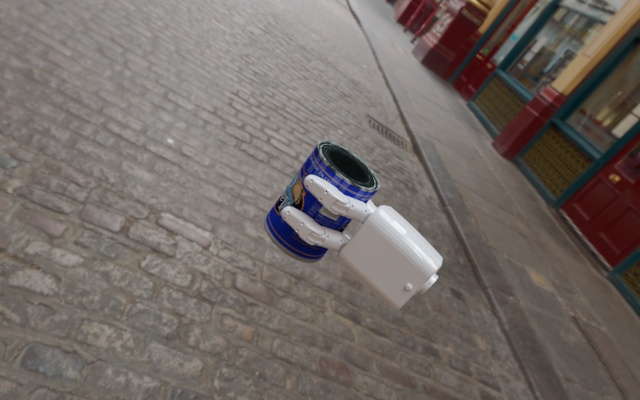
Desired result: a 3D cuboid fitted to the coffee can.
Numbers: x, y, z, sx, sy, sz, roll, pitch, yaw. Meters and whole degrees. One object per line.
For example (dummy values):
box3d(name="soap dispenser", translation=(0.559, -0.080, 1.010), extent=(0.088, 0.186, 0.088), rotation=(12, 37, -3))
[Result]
box3d(name="coffee can", translation=(0.000, 0.002, 0.663), extent=(0.103, 0.140, 0.102), rotation=(30, 26, -16))
